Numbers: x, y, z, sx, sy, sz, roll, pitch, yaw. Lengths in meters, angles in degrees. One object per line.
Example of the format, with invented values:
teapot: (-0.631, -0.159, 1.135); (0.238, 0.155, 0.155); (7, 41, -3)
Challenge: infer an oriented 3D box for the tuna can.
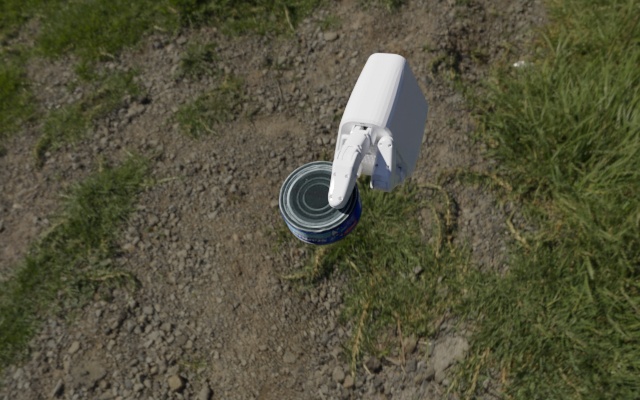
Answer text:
tuna can: (0.000, 0.001, 0.506); (0.086, 0.086, 0.034); (0, -27, 12)
